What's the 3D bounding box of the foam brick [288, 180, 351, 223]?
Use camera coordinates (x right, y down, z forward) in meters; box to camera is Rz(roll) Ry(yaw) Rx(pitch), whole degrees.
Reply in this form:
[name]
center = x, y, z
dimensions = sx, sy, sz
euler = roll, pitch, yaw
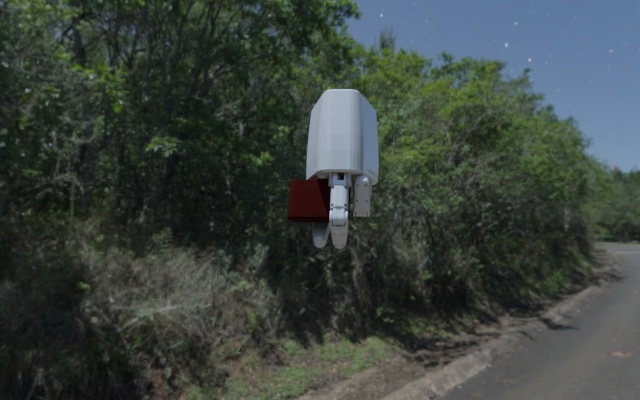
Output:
[foam brick]
center = 0.000, 0.002, 0.625
dimensions = 0.078, 0.051, 0.053
euler = 1, -7, 4
